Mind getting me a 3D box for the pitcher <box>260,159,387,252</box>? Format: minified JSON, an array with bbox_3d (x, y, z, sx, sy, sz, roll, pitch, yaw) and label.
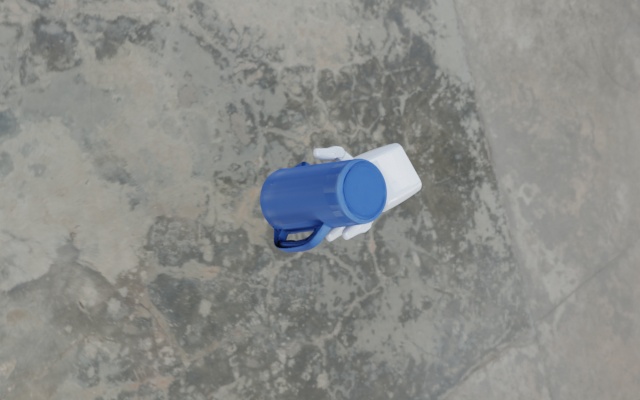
[{"bbox_3d":[0.000,0.003,0.864,0.145,0.149,0.243,-24,10,-34],"label":"pitcher"}]
